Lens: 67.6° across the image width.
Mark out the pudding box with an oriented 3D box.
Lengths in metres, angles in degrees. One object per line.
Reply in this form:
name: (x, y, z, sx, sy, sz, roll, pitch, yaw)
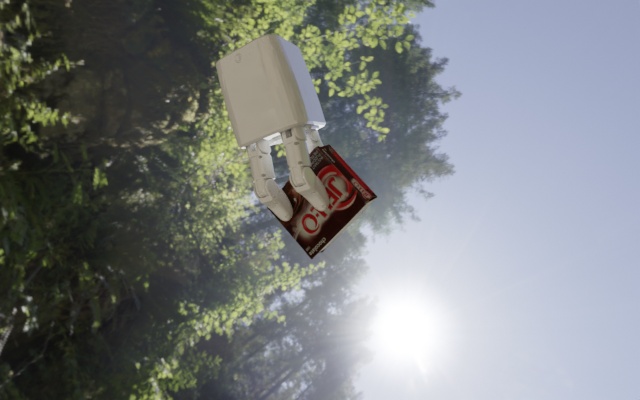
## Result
pudding box: (0.000, 0.002, 0.584, 0.113, 0.090, 0.039, -49, -15, 31)
